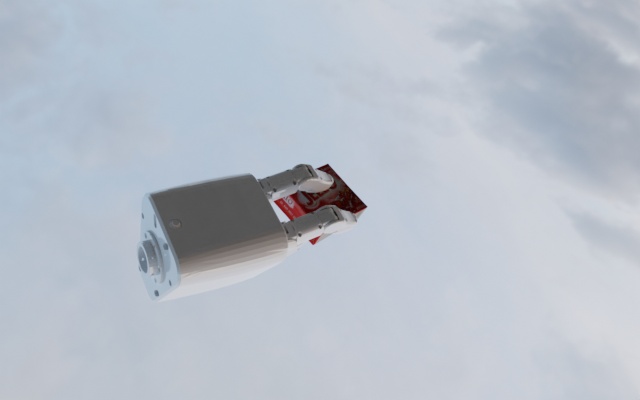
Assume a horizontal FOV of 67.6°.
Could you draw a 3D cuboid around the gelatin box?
[{"bbox_3d":[0.000,0.002,0.541,0.089,0.073,0.030,-25,-22,-47],"label":"gelatin box"}]
